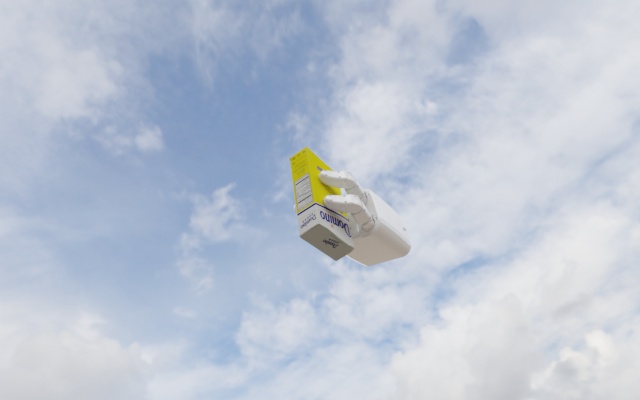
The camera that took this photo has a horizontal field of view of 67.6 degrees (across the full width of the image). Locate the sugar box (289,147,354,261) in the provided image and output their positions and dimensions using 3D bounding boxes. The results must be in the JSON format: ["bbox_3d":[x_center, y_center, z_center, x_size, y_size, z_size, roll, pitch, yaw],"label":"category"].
[{"bbox_3d":[0.001,0.002,0.773,0.048,0.176,0.093,-35,-48,21],"label":"sugar box"}]
